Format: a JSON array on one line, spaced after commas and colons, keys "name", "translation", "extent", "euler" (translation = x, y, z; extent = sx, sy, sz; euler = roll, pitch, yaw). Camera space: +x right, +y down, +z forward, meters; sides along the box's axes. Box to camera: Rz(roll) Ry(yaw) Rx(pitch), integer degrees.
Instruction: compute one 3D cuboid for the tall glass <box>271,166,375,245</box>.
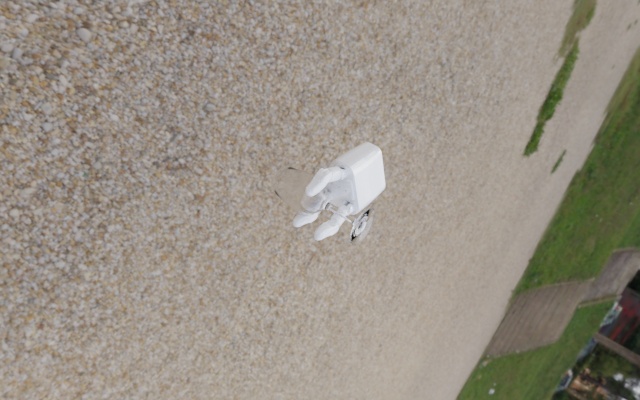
[{"name": "tall glass", "translation": [0.001, 0.003, 0.897], "extent": [0.201, 0.079, 0.079], "euler": [30, 15, 28]}]
